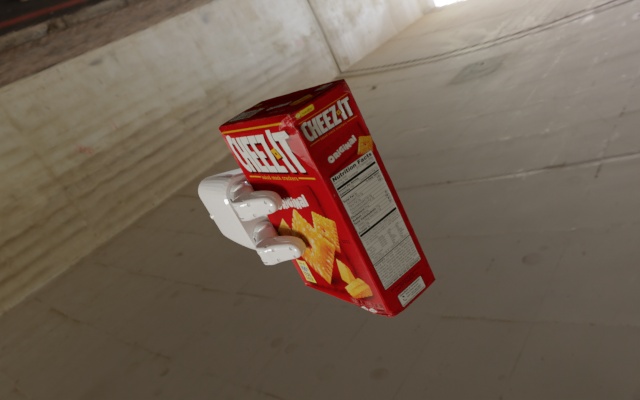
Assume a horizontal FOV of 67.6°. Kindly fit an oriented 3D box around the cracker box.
[{"bbox_3d":[0.000,0.002,0.479,0.072,0.214,0.164,-37,21,-25],"label":"cracker box"}]
